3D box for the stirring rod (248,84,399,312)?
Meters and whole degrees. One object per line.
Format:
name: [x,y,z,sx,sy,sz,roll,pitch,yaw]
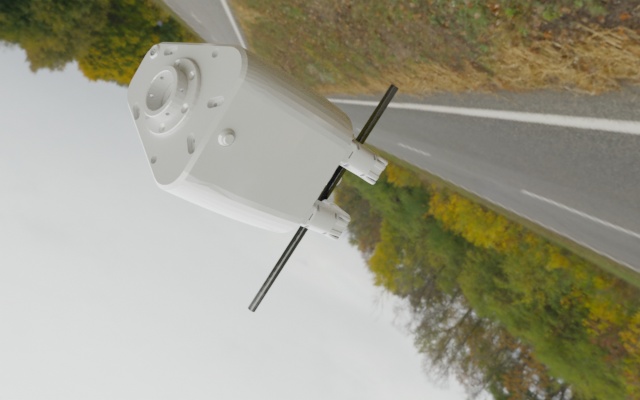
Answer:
stirring rod: [0.000,0.001,0.430,0.011,0.239,0.011,32,8,-5]
